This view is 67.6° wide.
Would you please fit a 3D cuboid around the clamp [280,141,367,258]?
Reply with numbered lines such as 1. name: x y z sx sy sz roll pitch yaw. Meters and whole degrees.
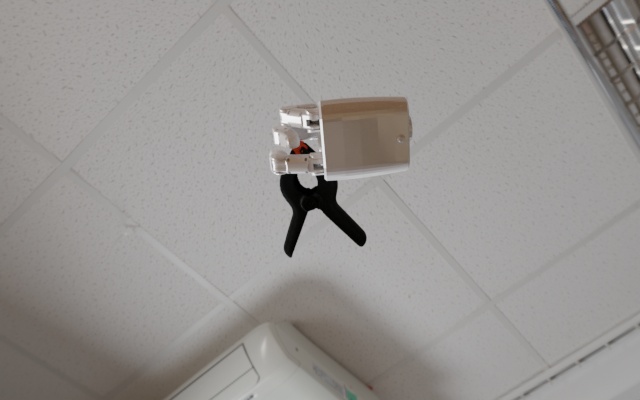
1. clamp: 0.000 0.002 0.657 0.120 0.171 0.039 -5 26 3
